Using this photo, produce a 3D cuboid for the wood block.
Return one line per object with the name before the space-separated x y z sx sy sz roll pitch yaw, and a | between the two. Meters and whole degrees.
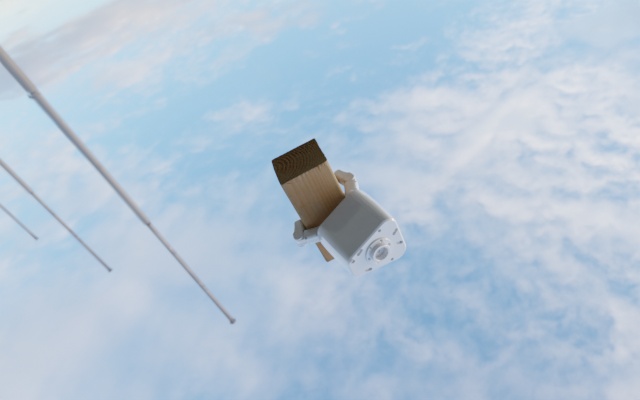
wood block | 0.000 0.003 0.880 0.091 0.206 0.090 -27 37 1
